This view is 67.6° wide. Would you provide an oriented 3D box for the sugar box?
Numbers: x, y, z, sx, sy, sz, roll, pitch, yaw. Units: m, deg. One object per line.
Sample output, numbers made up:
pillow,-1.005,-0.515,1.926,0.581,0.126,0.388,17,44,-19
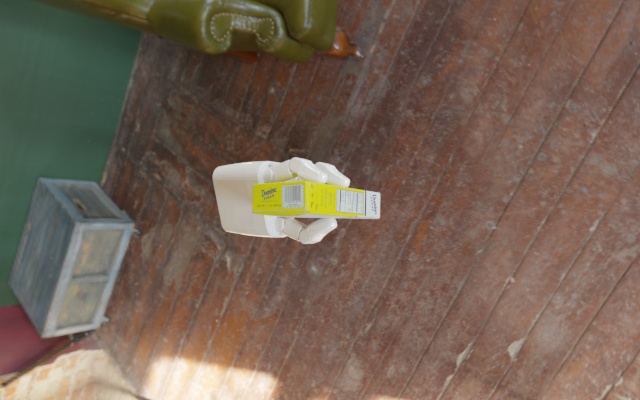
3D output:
sugar box,0.000,0.002,0.661,0.093,0.048,0.176,-1,-2,37
